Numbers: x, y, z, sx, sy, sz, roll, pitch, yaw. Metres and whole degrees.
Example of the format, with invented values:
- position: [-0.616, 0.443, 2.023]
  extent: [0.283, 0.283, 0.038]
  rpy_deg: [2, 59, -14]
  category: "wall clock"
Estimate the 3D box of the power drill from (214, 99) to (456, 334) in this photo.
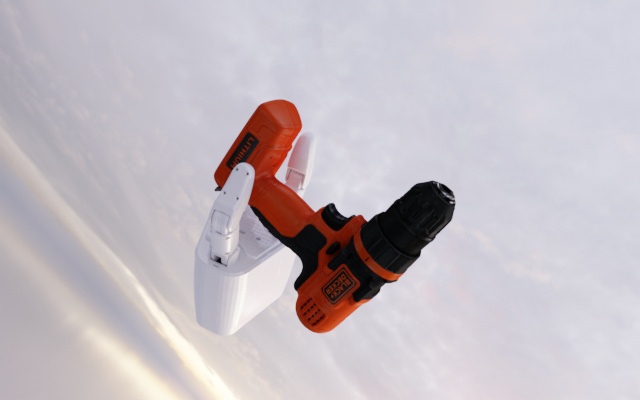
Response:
- position: [0.000, 0.001, 0.419]
  extent: [0.184, 0.187, 0.057]
  rpy_deg: [-48, -18, 29]
  category: "power drill"
